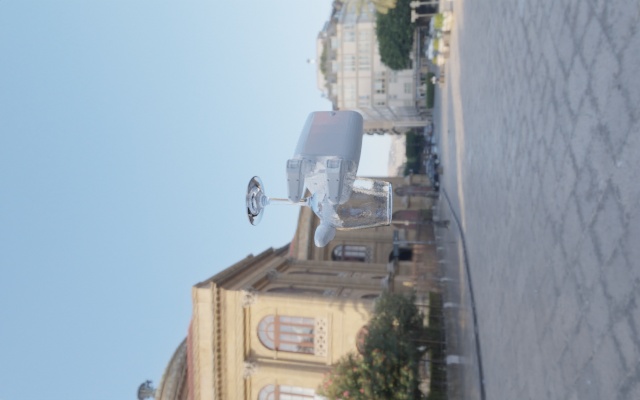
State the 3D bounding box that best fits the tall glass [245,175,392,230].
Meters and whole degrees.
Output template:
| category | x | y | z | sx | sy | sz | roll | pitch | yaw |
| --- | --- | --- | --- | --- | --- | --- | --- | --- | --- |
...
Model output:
| category | x | y | z | sx | sy | sz | roll | pitch | yaw |
| --- | --- | --- | --- | --- | --- | --- | --- | --- | --- |
| tall glass | -0.001 | 0.002 | 0.683 | 0.201 | 0.079 | 0.079 | 2 | 0 | 14 |
